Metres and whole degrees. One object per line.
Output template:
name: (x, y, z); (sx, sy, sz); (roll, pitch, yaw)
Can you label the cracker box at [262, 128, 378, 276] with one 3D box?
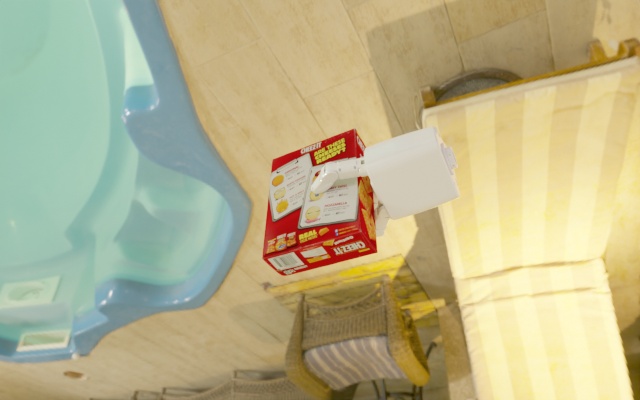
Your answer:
cracker box: (0.000, 0.003, 0.770); (0.164, 0.213, 0.072); (-18, -44, 21)
